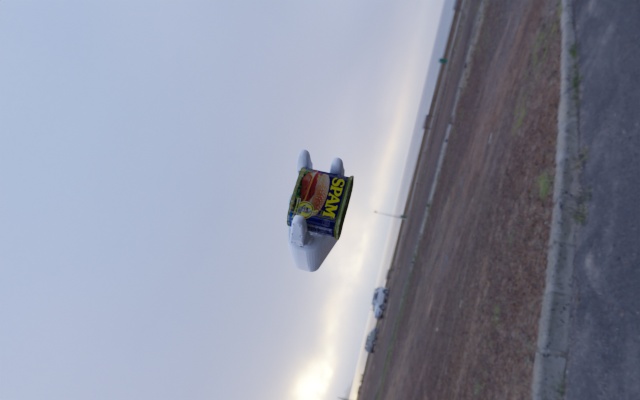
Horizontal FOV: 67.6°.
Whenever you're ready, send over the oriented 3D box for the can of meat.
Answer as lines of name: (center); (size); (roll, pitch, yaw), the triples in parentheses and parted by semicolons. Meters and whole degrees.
can of meat: (0.000, 0.002, 0.748); (0.084, 0.102, 0.057); (13, -25, 9)
